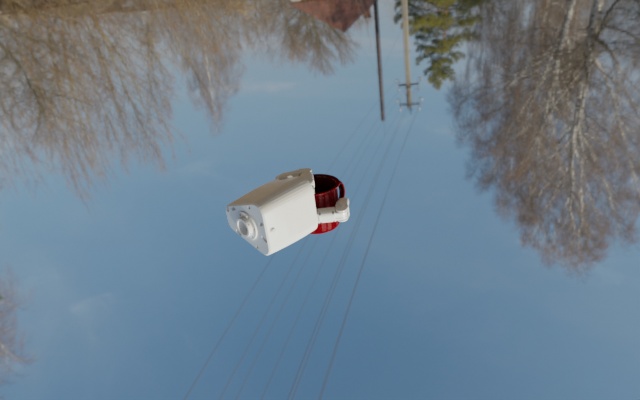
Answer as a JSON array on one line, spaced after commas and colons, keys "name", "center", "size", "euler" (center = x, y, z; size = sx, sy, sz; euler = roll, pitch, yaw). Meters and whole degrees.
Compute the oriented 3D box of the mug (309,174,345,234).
[{"name": "mug", "center": [0.001, 0.002, 0.864], "size": [0.093, 0.081, 0.117], "euler": [18, 35, 41]}]
